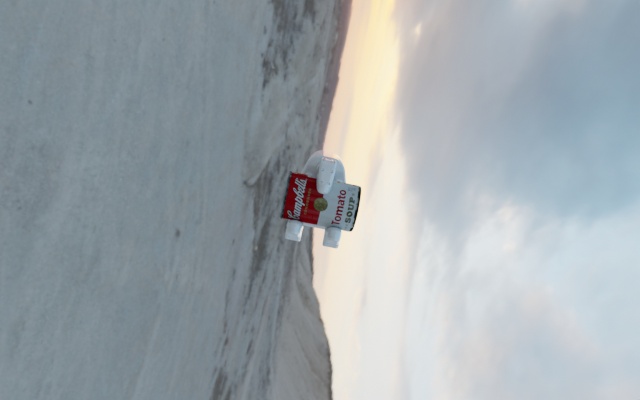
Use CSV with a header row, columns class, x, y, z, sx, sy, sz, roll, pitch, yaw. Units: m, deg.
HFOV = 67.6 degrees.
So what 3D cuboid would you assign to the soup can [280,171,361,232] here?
class,x,y,z,sx,sy,sz,roll,pitch,yaw
soup can,0.000,0.002,0.665,0.102,0.068,0.068,12,0,-2
